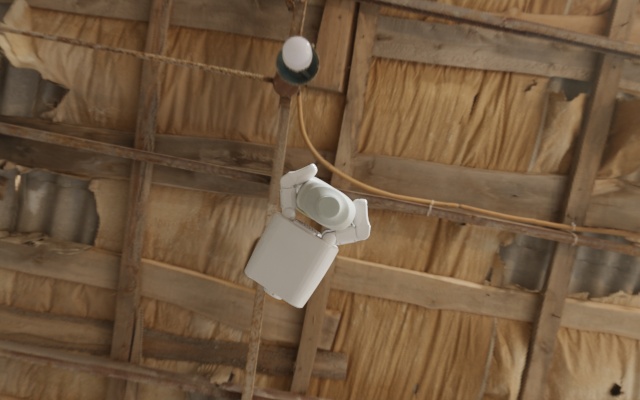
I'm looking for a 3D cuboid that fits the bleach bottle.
[{"bbox_3d":[0.000,0.002,0.742,0.102,0.068,0.251,30,0,-2],"label":"bleach bottle"}]
